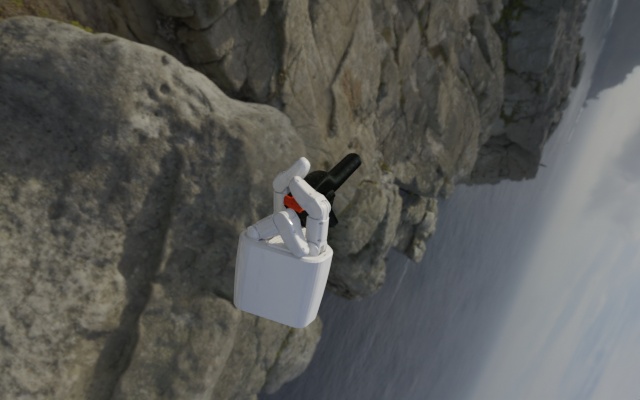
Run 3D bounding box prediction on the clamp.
[{"bbox_3d":[0.001,0.002,0.668,0.039,0.120,0.171,23,26,26],"label":"clamp"}]
